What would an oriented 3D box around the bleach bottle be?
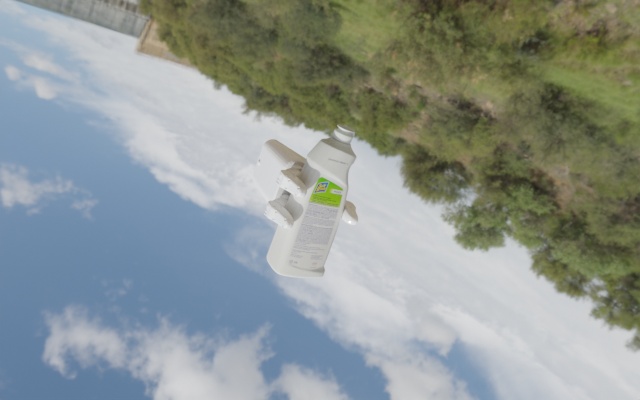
[{"bbox_3d":[0.000,0.003,0.760,0.102,0.251,0.068,9,23,-35],"label":"bleach bottle"}]
